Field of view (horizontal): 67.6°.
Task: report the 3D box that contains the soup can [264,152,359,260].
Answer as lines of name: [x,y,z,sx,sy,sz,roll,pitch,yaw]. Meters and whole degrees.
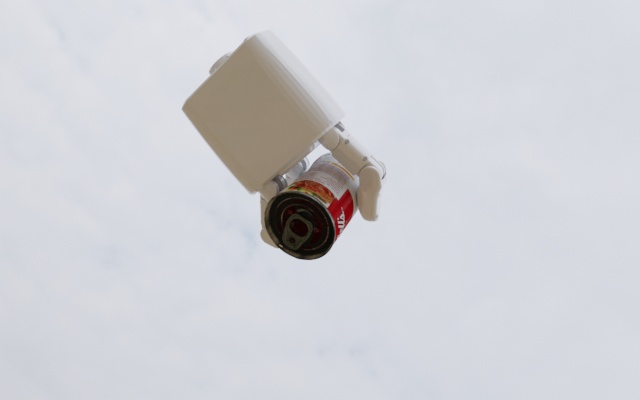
soup can: [0.001,0.002,0.454,0.068,0.068,0.102,0,25,25]
